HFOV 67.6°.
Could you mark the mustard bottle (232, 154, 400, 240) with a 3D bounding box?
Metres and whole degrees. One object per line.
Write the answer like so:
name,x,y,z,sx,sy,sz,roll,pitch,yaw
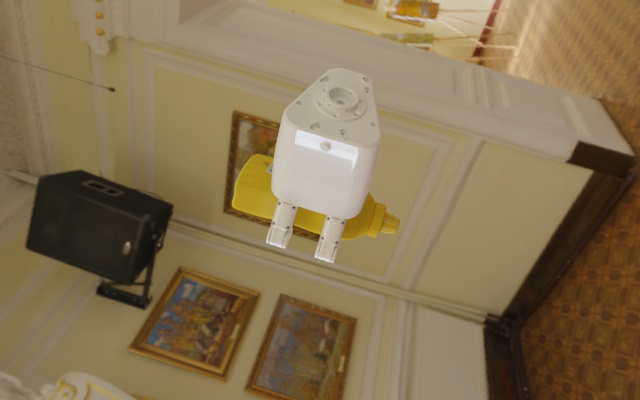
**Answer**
mustard bottle,0.000,0.002,0.567,0.191,0.058,0.096,17,27,3
